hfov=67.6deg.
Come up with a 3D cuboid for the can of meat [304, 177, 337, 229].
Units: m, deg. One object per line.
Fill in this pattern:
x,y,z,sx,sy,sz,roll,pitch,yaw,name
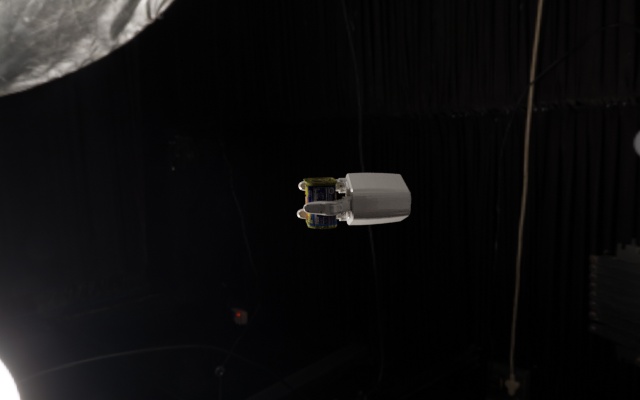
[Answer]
0.000,0.003,0.876,0.057,0.084,0.102,-2,7,-4,can of meat
